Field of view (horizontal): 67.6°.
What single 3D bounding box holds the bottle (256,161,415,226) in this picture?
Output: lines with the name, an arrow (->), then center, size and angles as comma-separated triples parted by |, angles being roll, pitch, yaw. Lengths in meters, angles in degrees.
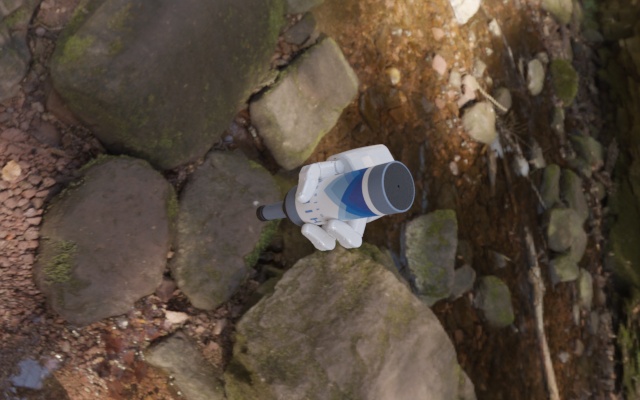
bottle -> 0.000, 0.002, 0.711 | 0.069, 0.069, 0.296 | 0, -8, -43
